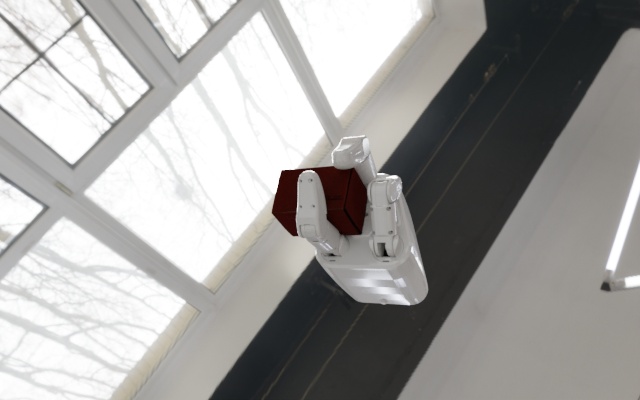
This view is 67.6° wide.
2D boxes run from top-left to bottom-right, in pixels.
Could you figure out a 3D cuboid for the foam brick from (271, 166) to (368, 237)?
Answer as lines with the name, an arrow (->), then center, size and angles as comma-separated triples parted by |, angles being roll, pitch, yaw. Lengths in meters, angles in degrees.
foam brick -> 0.000, 0.001, 0.471 | 0.078, 0.053, 0.051 | -2, -32, 24
